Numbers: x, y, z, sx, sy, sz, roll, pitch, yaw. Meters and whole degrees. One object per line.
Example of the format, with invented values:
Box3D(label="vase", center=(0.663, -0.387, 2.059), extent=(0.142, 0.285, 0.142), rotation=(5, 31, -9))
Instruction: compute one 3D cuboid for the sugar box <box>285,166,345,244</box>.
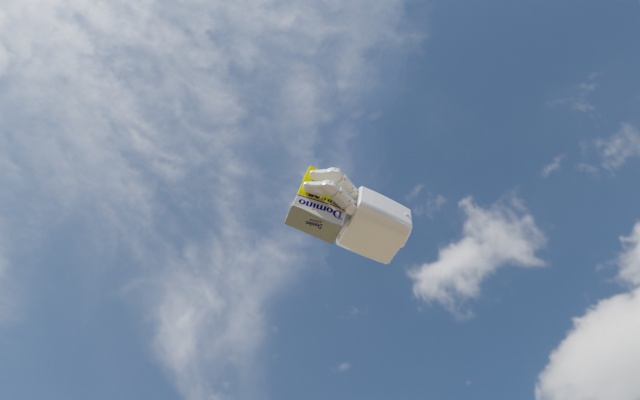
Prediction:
Box3D(label="sugar box", center=(0.000, 0.002, 0.867), extent=(0.093, 0.048, 0.176), rotation=(24, 25, -3))
